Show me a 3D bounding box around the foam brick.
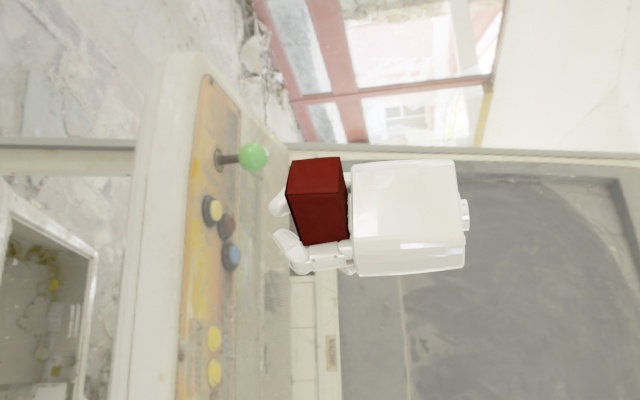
[{"bbox_3d":[0.000,0.001,0.481,0.051,0.053,0.078,-4,-44,11],"label":"foam brick"}]
